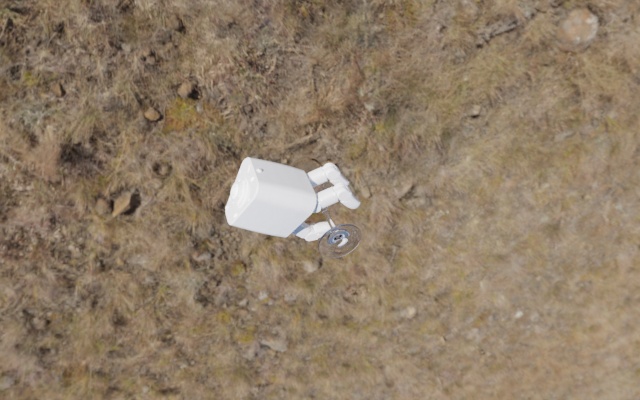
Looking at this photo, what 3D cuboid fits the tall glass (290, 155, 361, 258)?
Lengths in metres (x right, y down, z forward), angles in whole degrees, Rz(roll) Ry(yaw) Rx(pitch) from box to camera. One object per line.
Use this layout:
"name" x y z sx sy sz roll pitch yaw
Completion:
"tall glass" 0.000 0.003 0.836 0.079 0.079 0.201 0 40 -24
